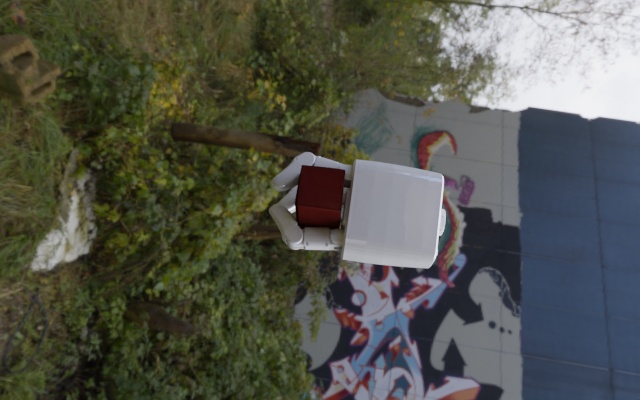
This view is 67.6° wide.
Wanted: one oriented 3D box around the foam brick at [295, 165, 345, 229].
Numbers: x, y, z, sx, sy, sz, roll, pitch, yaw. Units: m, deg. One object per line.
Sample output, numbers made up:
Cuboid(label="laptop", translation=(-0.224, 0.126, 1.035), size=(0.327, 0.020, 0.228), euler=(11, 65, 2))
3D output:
Cuboid(label="foam brick", translation=(0.000, 0.002, 0.554), size=(0.051, 0.053, 0.078), euler=(7, -26, 3))
